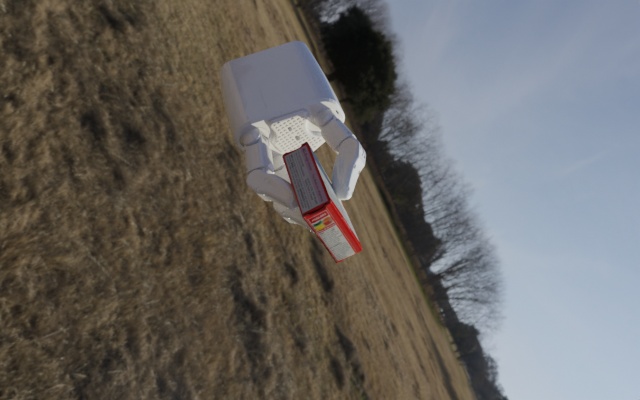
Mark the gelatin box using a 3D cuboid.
[{"bbox_3d":[0.001,0.001,0.433,0.030,0.089,0.073,-28,-47,6],"label":"gelatin box"}]
